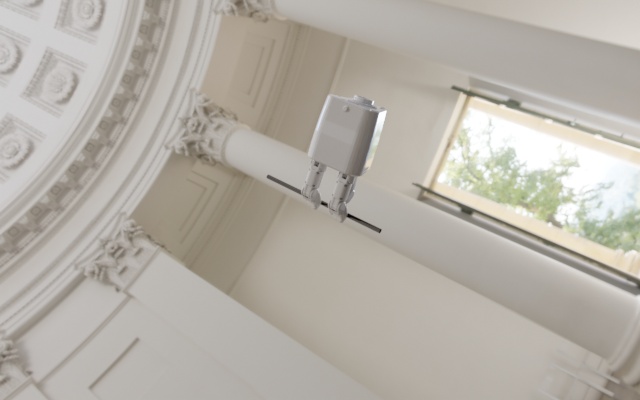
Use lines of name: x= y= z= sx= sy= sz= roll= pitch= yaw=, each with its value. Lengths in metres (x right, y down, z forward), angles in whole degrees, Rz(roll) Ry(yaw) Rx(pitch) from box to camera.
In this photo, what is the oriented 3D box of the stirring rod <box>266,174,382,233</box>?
stirring rod: x=0.000 y=0.003 z=0.827 sx=0.239 sy=0.011 sz=0.011 roll=26 pitch=12 yaw=26
